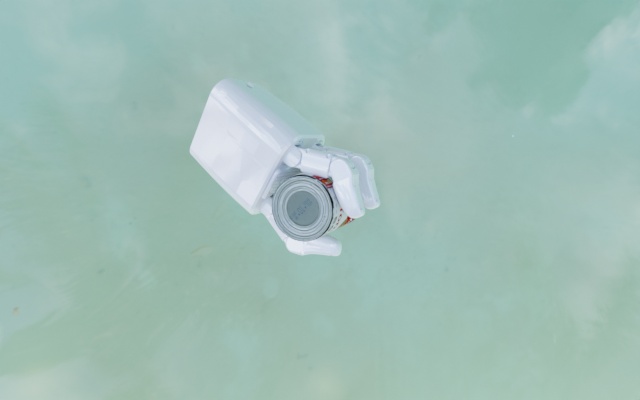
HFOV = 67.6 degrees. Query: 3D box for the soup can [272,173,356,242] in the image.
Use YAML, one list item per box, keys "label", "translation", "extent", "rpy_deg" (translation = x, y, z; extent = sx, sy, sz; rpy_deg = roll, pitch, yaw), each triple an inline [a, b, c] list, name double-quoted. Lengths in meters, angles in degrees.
- label: "soup can"
  translation: [0.000, 0.002, 0.509]
  extent: [0.068, 0.068, 0.102]
  rpy_deg: [0, 7, 22]
